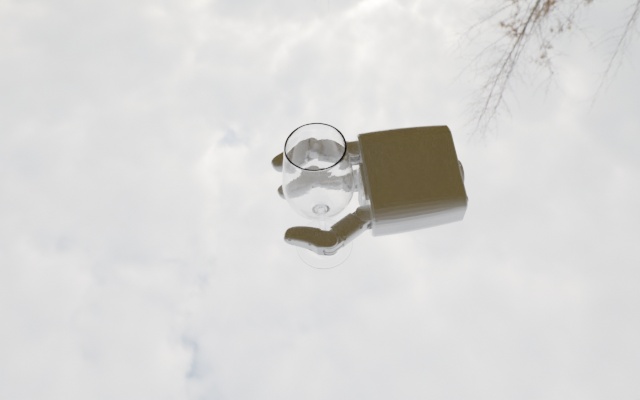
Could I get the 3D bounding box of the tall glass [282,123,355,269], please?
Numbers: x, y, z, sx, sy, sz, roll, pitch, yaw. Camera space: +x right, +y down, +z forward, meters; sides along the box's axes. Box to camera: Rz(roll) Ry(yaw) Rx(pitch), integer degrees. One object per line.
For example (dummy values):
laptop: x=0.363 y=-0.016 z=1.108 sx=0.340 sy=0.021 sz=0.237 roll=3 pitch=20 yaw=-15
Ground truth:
tall glass: x=0.000 y=0.002 z=0.545 sx=0.079 sy=0.079 sz=0.201 roll=0 pitch=-33 yaw=4
